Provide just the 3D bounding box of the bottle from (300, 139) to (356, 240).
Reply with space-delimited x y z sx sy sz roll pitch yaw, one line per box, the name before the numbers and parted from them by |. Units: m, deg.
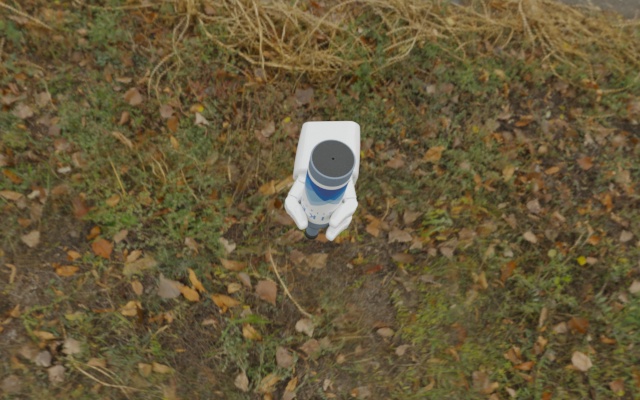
bottle | 0.000 0.003 0.816 0.069 0.069 0.296 0 -25 -8
